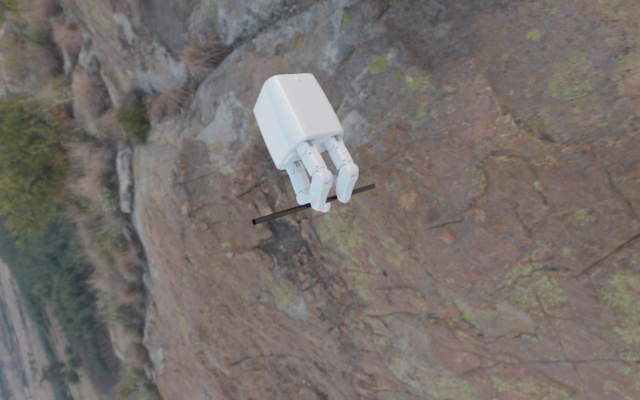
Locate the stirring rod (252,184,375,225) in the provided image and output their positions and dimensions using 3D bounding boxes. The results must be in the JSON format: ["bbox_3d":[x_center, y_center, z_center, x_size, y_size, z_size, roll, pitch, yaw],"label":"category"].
[{"bbox_3d":[0.000,0.002,0.696,0.239,0.011,0.011,-17,11,-42],"label":"stirring rod"}]
